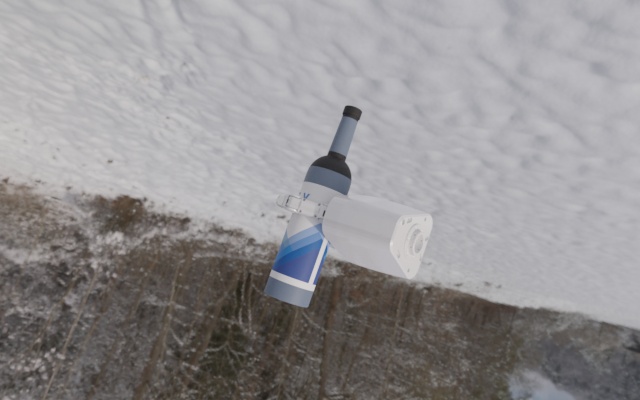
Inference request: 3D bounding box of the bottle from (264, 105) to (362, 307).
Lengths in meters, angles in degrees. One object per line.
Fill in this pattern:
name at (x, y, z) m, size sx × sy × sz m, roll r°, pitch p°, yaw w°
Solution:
bottle at (0.000, 0.002, 0.691) m, size 0.069 × 0.295 × 0.069 m, roll 19°, pitch -6°, yaw 2°
